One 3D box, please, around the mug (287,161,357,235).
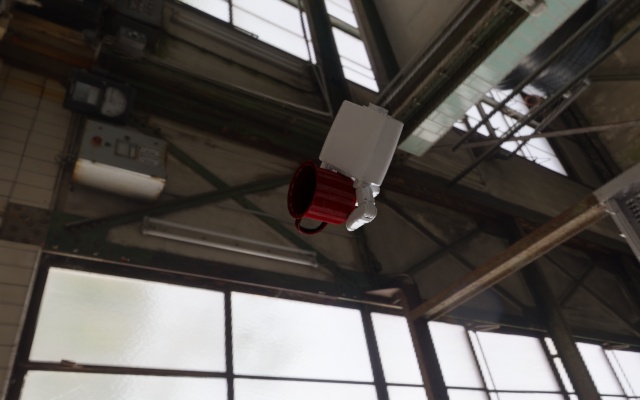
[{"bbox_3d":[0.000,0.004,0.763,0.081,0.117,0.093,15,15,-30],"label":"mug"}]
